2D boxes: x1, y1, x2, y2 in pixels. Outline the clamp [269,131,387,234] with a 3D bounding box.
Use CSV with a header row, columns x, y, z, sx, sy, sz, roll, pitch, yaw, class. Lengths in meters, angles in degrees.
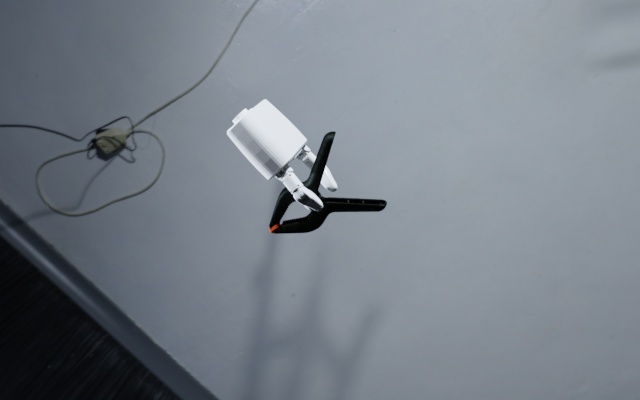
x,y,z,sx,sy,sz,roll,pitch,yaw,class
-0.001,0.003,0.843,0.210,0.164,0.036,-40,11,19,clamp
